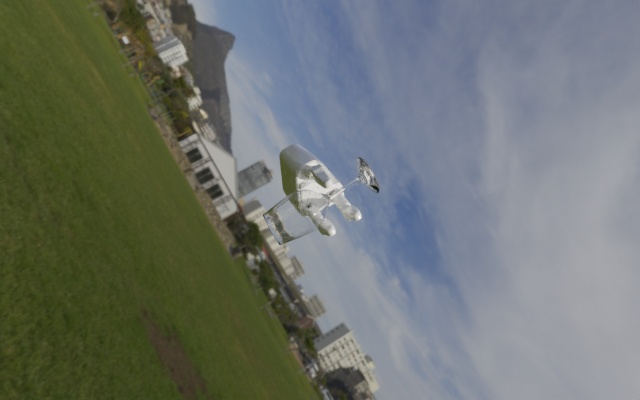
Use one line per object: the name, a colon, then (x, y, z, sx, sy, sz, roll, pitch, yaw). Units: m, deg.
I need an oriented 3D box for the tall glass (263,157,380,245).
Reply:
tall glass: (0.001, 0.002, 0.842, 0.201, 0.079, 0.079, -30, 6, -10)
